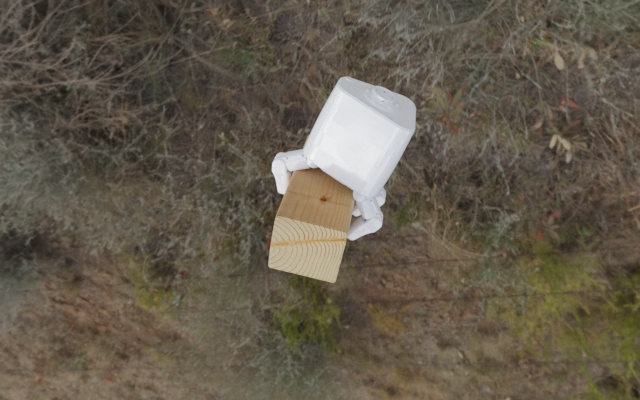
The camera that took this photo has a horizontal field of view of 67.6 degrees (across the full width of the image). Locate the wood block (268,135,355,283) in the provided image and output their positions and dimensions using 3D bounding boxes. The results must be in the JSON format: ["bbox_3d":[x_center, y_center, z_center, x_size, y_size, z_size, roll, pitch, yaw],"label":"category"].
[{"bbox_3d":[0.000,0.002,0.665,0.091,0.090,0.206,14,37,2],"label":"wood block"}]
